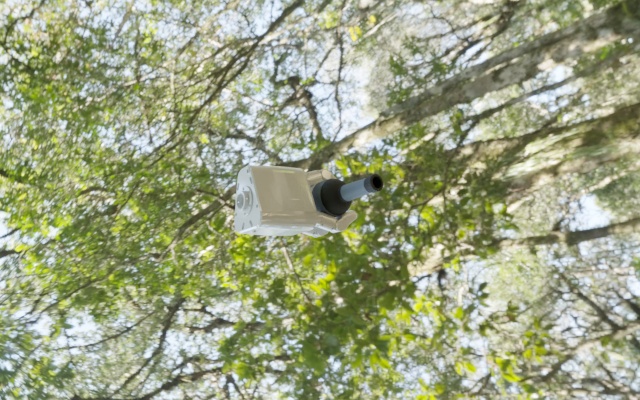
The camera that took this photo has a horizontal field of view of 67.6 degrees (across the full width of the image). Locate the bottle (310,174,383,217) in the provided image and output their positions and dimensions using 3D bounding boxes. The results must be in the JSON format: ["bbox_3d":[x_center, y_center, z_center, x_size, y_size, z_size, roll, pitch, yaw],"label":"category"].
[{"bbox_3d":[0.000,0.003,0.849,0.069,0.069,0.296,0,-12,-37],"label":"bottle"}]
